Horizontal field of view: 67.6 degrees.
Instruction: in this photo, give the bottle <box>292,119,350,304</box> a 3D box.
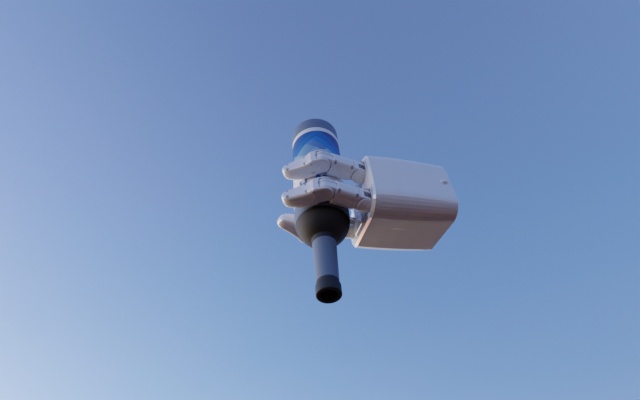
[{"bbox_3d":[0.000,0.002,0.597,0.069,0.069,0.295,0,40,-4],"label":"bottle"}]
